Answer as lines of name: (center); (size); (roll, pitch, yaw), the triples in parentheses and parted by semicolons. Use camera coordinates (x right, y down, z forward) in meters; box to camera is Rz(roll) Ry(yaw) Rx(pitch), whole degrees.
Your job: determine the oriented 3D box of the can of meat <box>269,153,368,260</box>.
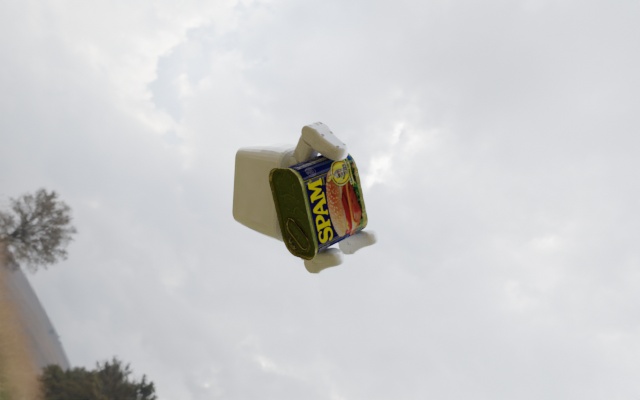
can of meat: (0.000, 0.002, 0.525); (0.084, 0.102, 0.057); (-23, 19, -36)
